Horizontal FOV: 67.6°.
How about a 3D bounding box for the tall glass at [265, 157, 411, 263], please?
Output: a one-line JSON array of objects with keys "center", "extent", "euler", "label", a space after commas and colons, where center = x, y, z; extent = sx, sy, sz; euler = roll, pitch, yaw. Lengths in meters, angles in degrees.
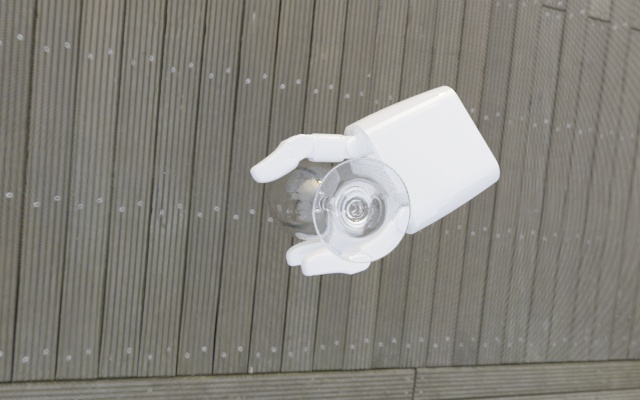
[{"center": [0.000, 0.001, 0.427], "extent": [0.079, 0.079, 0.201], "euler": [0, 3, -18], "label": "tall glass"}]
